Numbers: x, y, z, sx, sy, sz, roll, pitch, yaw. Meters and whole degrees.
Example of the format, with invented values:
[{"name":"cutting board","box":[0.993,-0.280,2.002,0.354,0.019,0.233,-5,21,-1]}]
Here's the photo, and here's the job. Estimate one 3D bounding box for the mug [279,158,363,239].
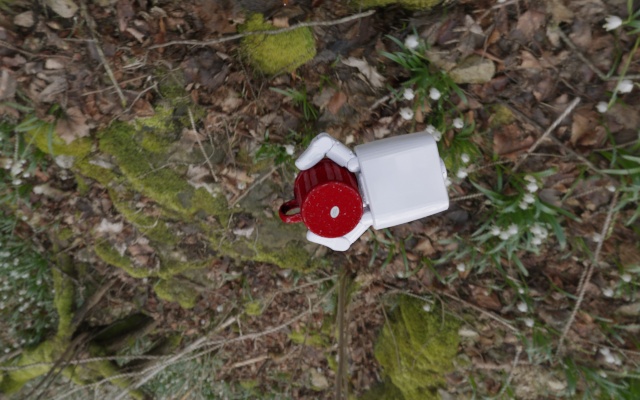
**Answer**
[{"name":"mug","box":[-0.001,0.002,0.640,0.117,0.093,0.081,-15,23,0]}]
